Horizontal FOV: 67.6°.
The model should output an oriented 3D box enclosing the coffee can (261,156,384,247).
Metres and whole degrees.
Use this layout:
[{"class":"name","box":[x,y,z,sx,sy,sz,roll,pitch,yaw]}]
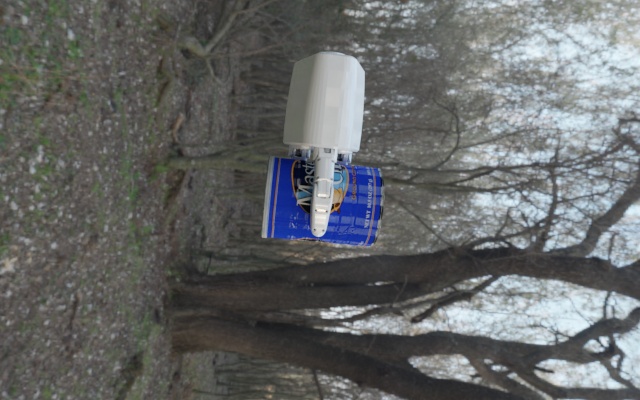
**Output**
[{"class":"coffee can","box":[0.000,0.002,0.603,0.140,0.103,0.103,6,-1,-5]}]
